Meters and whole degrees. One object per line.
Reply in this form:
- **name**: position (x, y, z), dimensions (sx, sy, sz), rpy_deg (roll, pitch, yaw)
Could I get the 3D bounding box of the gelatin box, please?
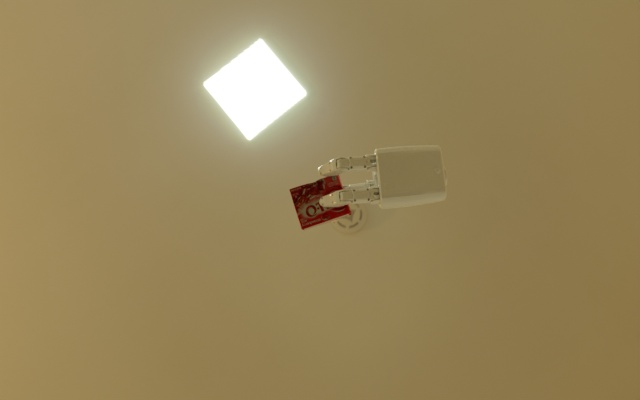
- **gelatin box**: position (0.000, 0.003, 0.814), dimensions (0.089, 0.073, 0.030), rpy_deg (-18, -8, 3)
